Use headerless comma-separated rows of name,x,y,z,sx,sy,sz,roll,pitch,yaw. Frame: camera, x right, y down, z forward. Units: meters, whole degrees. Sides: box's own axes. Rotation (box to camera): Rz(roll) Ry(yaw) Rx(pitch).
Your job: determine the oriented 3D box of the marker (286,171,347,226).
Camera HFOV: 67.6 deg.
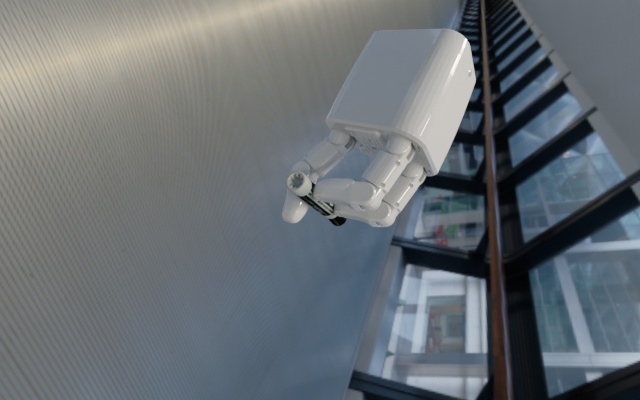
marker,0.000,0.002,0.463,0.020,0.020,0.121,0,-18,22
